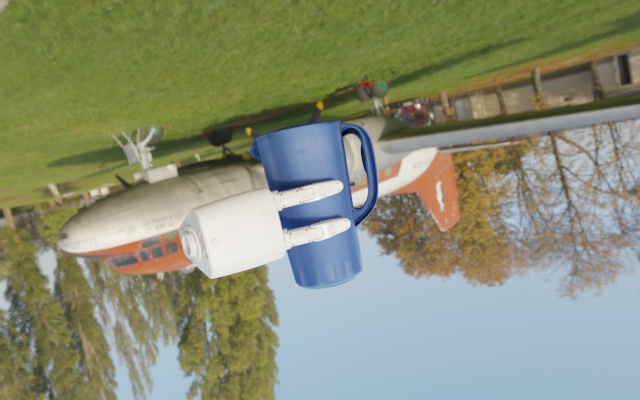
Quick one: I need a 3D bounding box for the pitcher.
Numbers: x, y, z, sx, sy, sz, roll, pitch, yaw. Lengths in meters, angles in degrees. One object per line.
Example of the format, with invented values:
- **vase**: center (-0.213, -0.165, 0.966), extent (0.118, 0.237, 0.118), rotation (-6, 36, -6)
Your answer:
- **pitcher**: center (0.000, 0.002, 0.725), extent (0.145, 0.243, 0.149), rotation (-17, 7, -34)
